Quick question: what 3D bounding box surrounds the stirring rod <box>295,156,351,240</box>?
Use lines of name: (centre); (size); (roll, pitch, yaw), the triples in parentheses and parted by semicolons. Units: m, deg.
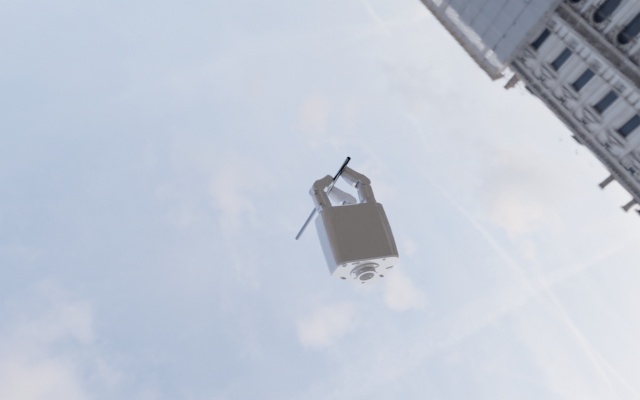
stirring rod: (0.000, 0.003, 0.886); (0.011, 0.011, 0.240); (0, -38, -30)
